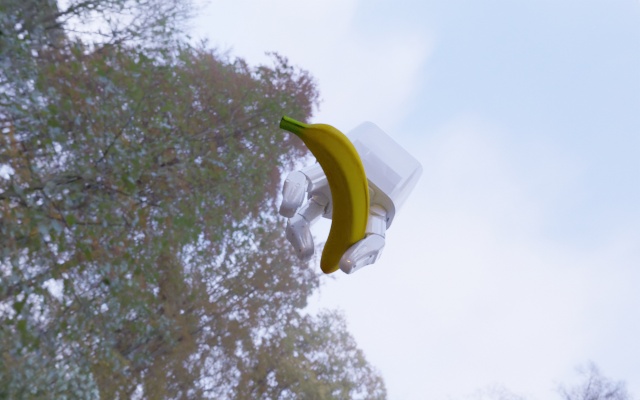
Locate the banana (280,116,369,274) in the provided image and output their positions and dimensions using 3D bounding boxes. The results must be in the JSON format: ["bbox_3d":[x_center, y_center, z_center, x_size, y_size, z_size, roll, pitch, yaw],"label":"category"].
[{"bbox_3d":[0.017,0.000,0.482,0.069,0.198,0.037,3,37,24],"label":"banana"}]
